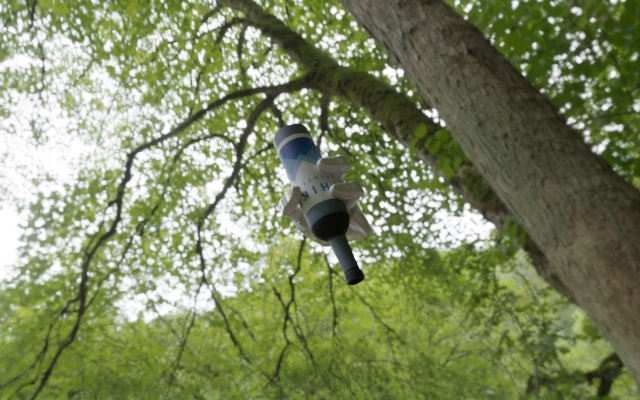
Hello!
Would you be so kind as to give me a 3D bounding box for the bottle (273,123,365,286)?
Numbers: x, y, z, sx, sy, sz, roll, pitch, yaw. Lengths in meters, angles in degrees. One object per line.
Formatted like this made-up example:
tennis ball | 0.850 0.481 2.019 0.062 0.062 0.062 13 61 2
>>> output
bottle | 0.000 0.002 0.773 0.069 0.295 0.069 -18 -31 -11
